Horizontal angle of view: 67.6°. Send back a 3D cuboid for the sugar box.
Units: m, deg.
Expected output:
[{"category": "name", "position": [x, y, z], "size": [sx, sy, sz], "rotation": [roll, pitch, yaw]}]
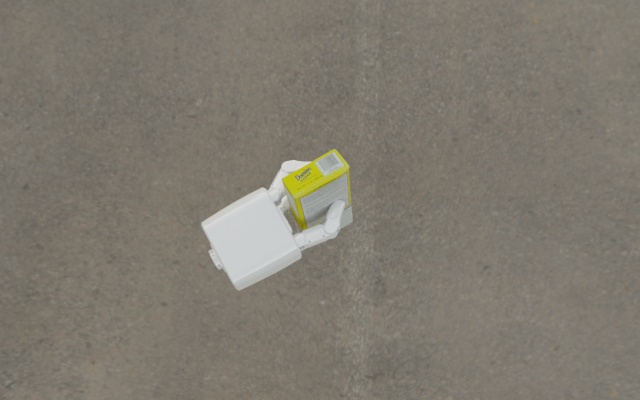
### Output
[{"category": "sugar box", "position": [0.000, 0.002, 0.744], "size": [0.093, 0.048, 0.176], "rotation": [-29, -25, -11]}]
